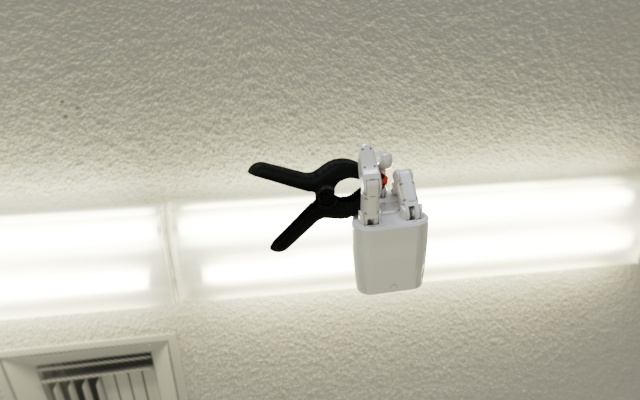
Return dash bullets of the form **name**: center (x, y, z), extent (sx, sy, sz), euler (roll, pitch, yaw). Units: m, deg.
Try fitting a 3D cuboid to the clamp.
- **clamp**: center (0.000, 0.002, 0.604), extent (0.171, 0.120, 0.039), euler (-6, 27, -6)
